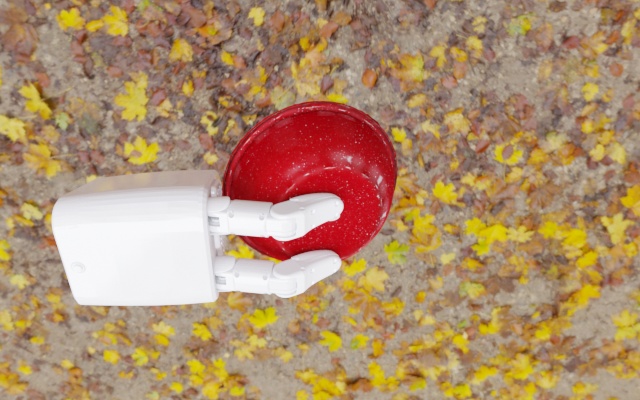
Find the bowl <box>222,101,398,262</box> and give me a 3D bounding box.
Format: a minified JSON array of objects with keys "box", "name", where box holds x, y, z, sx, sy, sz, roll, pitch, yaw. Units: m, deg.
[{"box":[0.001,0.001,0.407,0.162,0.162,0.055,0,29,-18],"name":"bowl"}]
